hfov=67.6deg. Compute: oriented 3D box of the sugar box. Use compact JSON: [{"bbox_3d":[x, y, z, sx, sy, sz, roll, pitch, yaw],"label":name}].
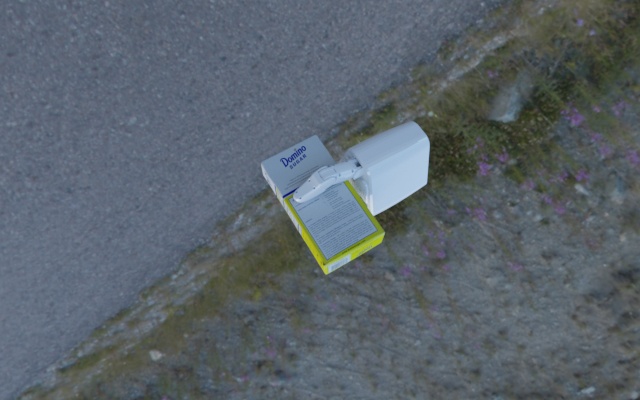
[{"bbox_3d":[0.000,0.002,0.656,0.093,0.176,0.048,-28,-24,-12],"label":"sugar box"}]
